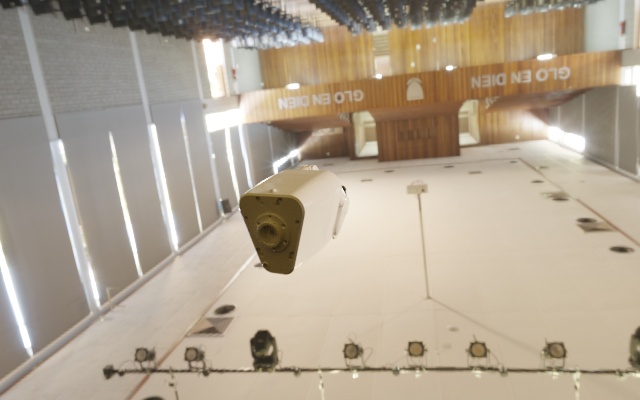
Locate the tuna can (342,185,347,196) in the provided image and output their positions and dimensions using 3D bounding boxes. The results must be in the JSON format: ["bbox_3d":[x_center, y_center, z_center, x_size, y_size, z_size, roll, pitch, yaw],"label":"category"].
[{"bbox_3d":[0.000,0.003,0.747,0.086,0.034,0.086,-8,18,3],"label":"tuna can"}]
